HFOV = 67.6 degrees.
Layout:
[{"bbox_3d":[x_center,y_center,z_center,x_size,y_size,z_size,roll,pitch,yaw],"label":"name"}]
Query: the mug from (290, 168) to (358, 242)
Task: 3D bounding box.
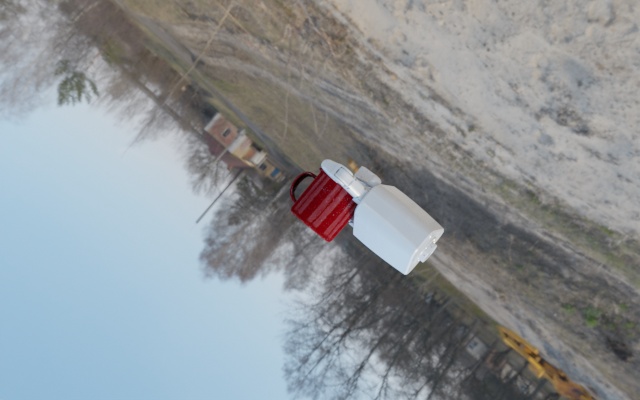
[{"bbox_3d":[-0.001,0.002,0.739,0.117,0.081,0.093,39,-2,21],"label":"mug"}]
